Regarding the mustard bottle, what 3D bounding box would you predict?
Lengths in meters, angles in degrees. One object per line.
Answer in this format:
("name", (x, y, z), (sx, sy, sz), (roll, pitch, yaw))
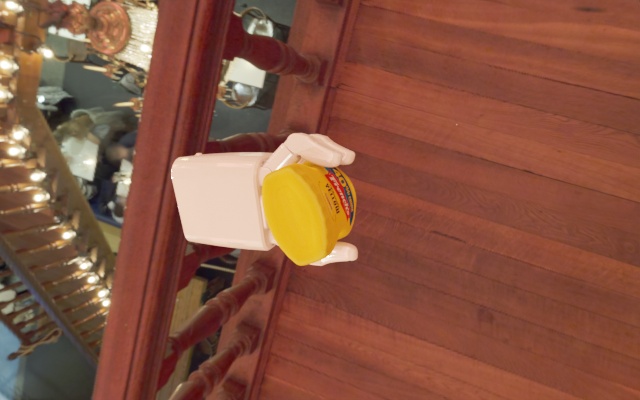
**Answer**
("mustard bottle", (0.000, 0.002, 0.534), (0.058, 0.096, 0.191), (-23, 2, 18))
